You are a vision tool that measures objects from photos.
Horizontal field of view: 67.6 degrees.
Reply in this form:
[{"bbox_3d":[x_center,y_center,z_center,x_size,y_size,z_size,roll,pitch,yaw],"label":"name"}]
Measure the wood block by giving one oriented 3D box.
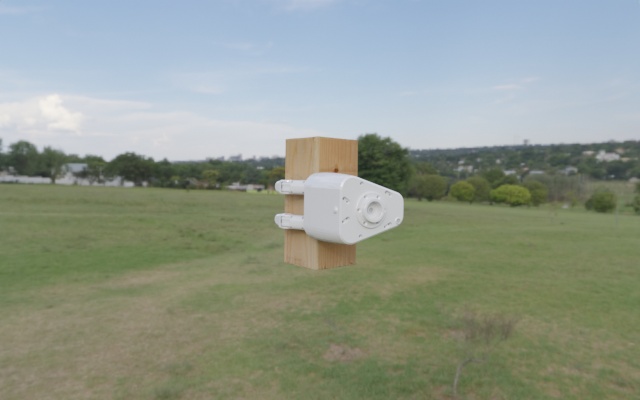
[{"bbox_3d":[0.001,0.002,0.792,0.091,0.206,0.090,-1,3,-40],"label":"wood block"}]
